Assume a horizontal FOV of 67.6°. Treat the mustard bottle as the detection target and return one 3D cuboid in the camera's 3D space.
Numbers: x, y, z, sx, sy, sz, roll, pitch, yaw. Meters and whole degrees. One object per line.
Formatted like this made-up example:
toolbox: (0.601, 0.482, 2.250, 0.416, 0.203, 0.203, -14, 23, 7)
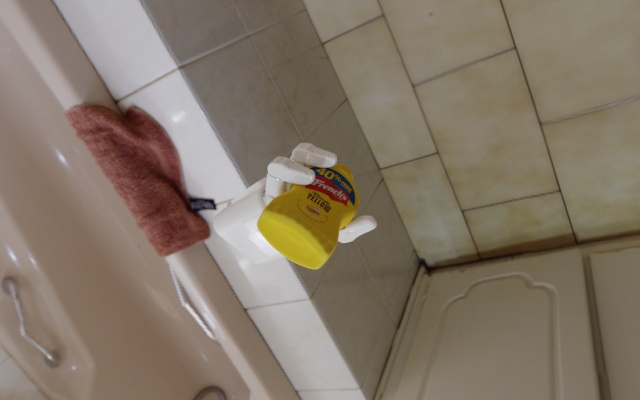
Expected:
mustard bottle: (0.000, 0.002, 0.631, 0.096, 0.058, 0.191, 34, 38, 2)
